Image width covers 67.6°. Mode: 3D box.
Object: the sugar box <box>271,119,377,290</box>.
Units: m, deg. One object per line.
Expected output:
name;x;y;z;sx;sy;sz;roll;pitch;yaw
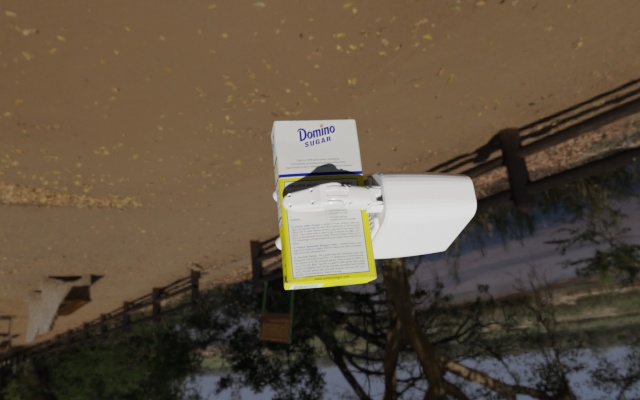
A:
sugar box;0.000;0.002;0.511;0.093;0.176;0.048;-2;-18;-11
